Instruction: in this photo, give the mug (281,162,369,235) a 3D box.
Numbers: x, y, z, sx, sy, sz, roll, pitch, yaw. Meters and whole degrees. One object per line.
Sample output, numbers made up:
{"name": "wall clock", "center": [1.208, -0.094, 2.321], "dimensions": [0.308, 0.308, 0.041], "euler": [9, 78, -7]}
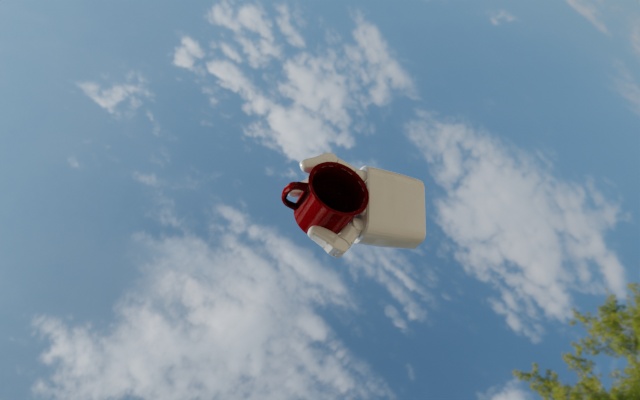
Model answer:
{"name": "mug", "center": [-0.001, 0.002, 0.691], "dimensions": [0.117, 0.093, 0.081], "euler": [11, -38, -21]}
